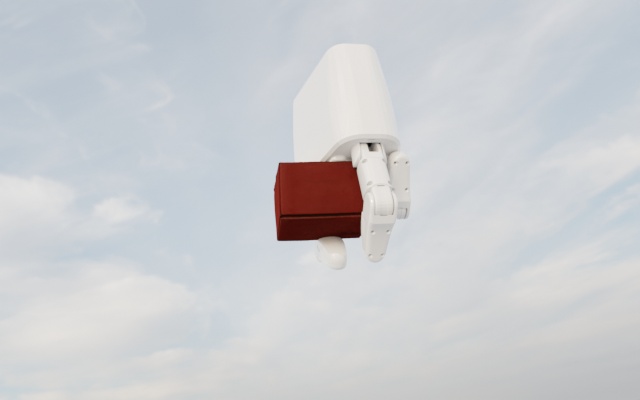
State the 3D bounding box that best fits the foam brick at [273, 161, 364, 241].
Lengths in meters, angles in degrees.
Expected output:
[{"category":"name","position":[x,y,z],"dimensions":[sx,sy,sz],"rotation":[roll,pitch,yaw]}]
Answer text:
[{"category":"foam brick","position":[0.000,0.001,0.409],"dimensions":[0.078,0.051,0.053],"rotation":[-1,-25,-12]}]
